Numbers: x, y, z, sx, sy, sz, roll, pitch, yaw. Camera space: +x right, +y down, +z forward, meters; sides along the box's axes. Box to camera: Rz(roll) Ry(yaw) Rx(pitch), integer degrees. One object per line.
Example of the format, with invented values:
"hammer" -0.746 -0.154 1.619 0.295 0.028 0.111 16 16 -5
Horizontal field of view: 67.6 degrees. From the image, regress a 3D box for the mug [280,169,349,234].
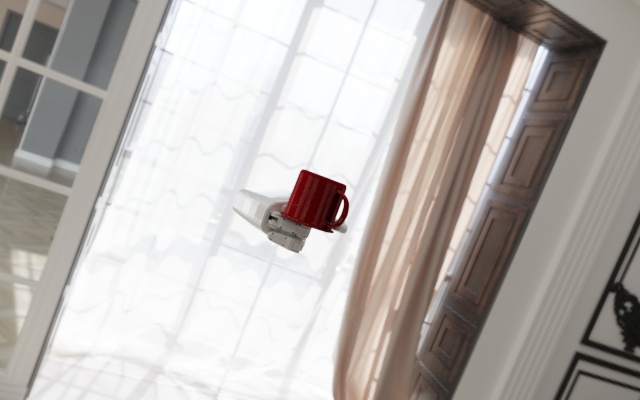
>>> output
"mug" 0.001 0.003 0.763 0.093 0.081 0.117 18 4 -44
